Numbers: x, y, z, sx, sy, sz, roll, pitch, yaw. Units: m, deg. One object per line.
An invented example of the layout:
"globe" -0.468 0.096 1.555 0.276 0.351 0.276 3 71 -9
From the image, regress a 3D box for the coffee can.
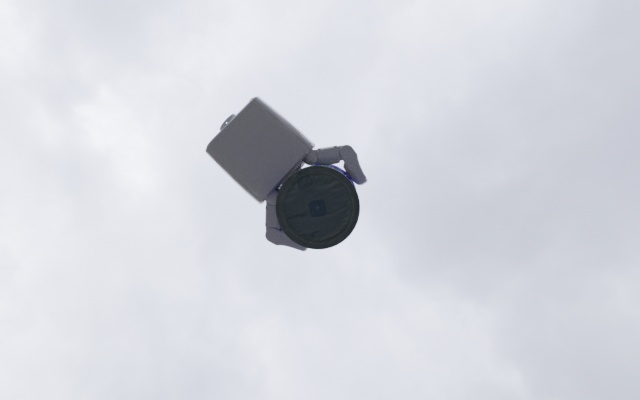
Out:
"coffee can" 0.000 0.002 0.645 0.103 0.103 0.140 0 6 3
